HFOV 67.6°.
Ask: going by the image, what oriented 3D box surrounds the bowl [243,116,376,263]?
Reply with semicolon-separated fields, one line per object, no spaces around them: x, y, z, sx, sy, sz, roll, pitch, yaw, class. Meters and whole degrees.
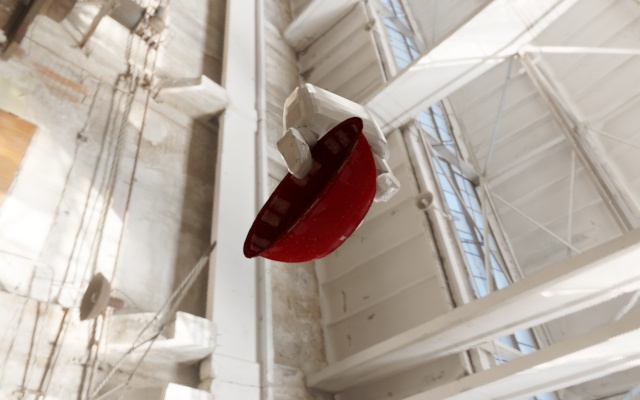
0.000;0.002;0.438;0.055;0.162;0.162;40;-12;-15;bowl
